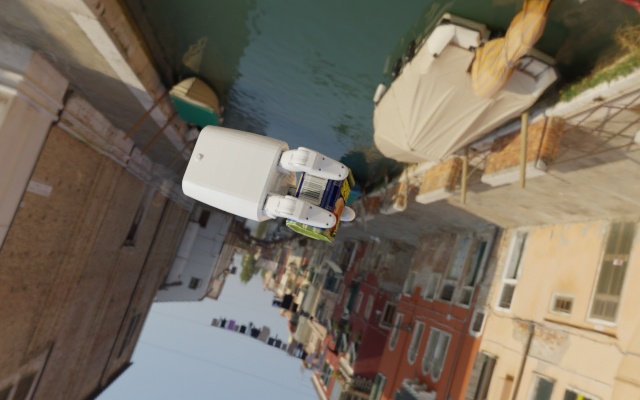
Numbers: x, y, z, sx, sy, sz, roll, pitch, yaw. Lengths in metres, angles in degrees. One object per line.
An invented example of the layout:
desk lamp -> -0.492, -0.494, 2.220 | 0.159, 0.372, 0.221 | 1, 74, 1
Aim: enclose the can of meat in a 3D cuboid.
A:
can of meat -> 0.000, 0.002, 0.581 | 0.057, 0.084, 0.102 | 17, -8, 10
